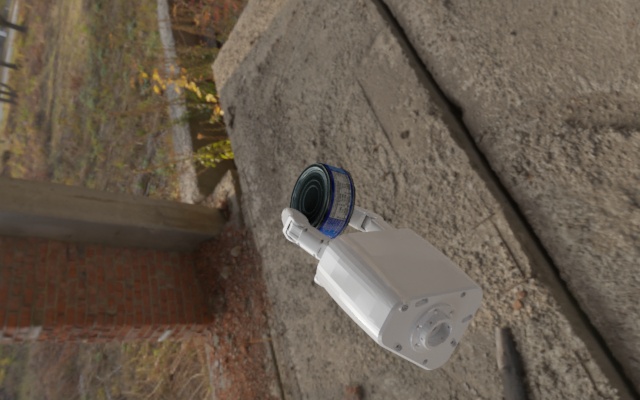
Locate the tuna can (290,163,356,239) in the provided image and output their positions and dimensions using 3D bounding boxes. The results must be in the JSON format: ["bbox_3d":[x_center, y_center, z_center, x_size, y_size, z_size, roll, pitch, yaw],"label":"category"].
[{"bbox_3d":[0.000,0.002,0.534,0.034,0.086,0.086,14,-7,-32],"label":"tuna can"}]
